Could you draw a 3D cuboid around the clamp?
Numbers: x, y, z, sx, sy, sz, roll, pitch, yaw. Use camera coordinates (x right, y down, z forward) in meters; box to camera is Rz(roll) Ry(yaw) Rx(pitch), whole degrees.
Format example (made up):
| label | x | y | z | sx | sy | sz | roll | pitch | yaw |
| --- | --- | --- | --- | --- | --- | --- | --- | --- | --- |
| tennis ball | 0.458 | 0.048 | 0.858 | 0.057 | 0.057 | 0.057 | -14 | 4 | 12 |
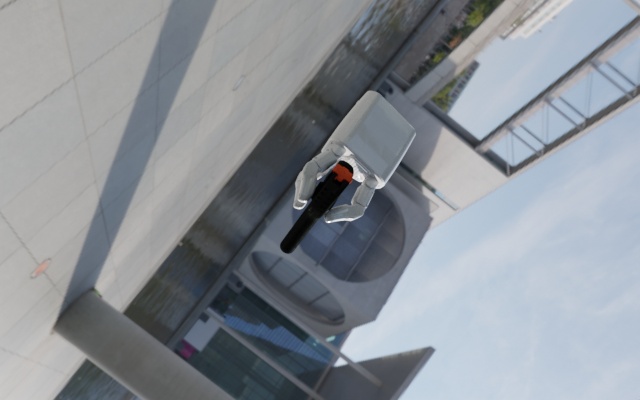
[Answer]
| label | x | y | z | sx | sy | sz | roll | pitch | yaw |
| --- | --- | --- | --- | --- | --- | --- | --- | --- | --- |
| clamp | 0.001 | 0.002 | 0.711 | 0.036 | 0.164 | 0.210 | 34 | -16 | -3 |
